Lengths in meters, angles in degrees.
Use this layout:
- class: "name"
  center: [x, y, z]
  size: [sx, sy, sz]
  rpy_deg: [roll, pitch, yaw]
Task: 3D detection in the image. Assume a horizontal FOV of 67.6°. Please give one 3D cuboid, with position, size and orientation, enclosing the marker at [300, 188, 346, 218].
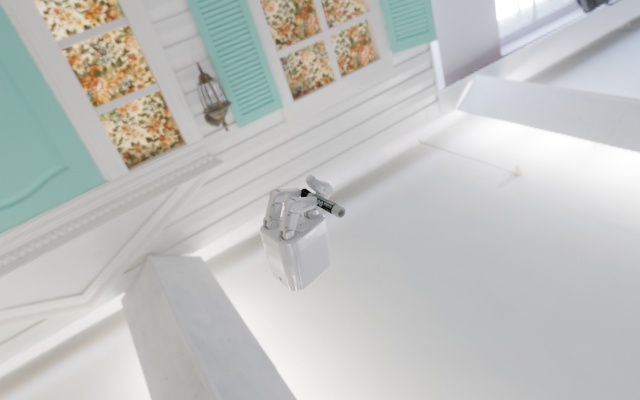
- class: "marker"
  center: [0.000, 0.003, 0.828]
  size: [0.020, 0.020, 0.121]
  rpy_deg: [0, 17, -36]
